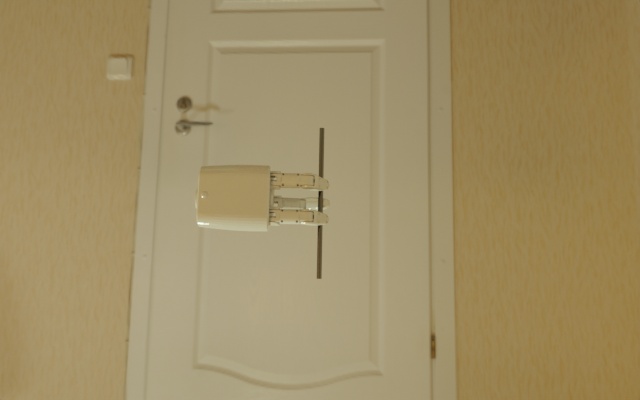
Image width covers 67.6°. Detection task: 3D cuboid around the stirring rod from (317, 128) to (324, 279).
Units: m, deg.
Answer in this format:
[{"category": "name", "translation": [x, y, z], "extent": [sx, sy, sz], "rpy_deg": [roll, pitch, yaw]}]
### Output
[{"category": "stirring rod", "translation": [0.000, 0.002, 0.757], "extent": [0.011, 0.239, 0.011], "rpy_deg": [1, -7, 0]}]
